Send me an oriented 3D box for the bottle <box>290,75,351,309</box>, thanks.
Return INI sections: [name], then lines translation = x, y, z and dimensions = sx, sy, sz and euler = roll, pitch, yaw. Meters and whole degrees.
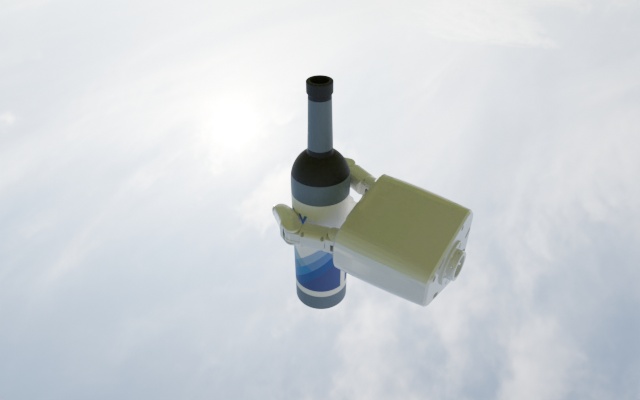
[bottle]
translation = 0.000, 0.002, 0.548
dimensions = 0.069, 0.296, 0.069
euler = 0, 37, 0
